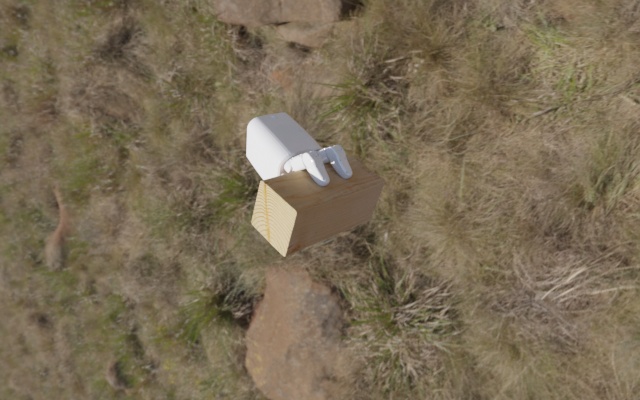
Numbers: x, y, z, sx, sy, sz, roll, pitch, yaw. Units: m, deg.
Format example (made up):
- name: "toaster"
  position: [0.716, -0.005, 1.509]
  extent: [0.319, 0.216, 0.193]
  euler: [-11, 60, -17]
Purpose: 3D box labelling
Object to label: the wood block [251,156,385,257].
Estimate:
- name: "wood block"
  position: [0.000, 0.003, 0.792]
  extent: [0.206, 0.091, 0.090]
  euler: [-19, 49, -42]
